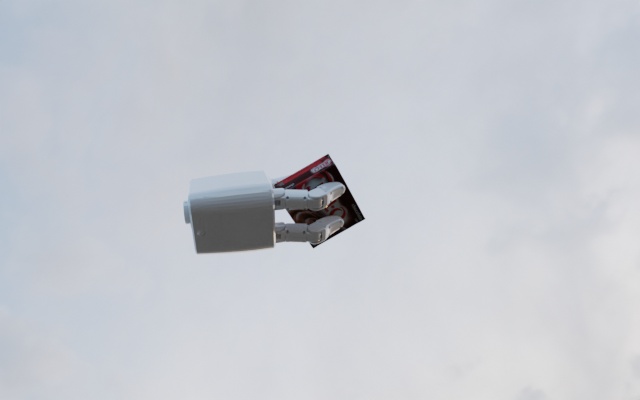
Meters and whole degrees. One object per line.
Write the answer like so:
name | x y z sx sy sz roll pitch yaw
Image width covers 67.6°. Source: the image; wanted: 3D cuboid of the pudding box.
pudding box | 0.000 0.002 0.679 0.090 0.114 0.039 -29 37 4
